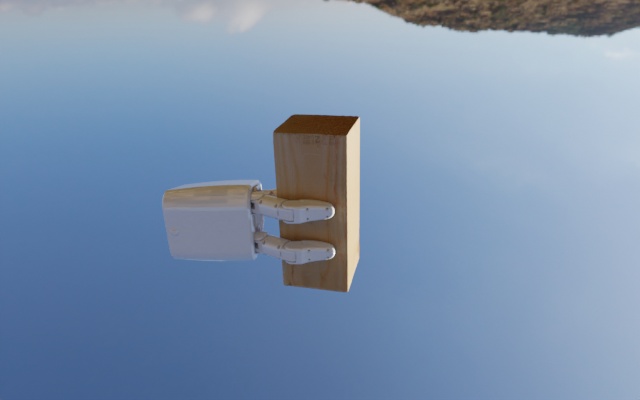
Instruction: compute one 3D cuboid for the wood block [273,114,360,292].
[{"bbox_3d":[0.000,0.002,0.612,0.090,0.206,0.090,4,25,12],"label":"wood block"}]
